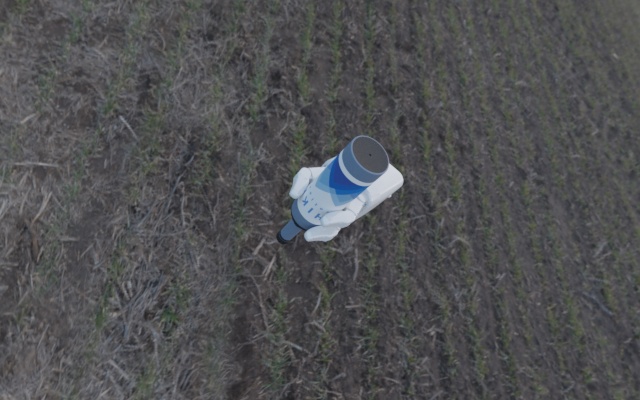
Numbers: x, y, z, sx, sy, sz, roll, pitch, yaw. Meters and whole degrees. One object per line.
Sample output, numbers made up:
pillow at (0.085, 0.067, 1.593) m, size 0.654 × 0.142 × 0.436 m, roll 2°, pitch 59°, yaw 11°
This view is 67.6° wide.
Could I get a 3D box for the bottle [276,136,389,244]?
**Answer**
bottle at (0.000, 0.002, 0.792) m, size 0.069 × 0.069 × 0.296 m, roll 0°, pitch -28°, yaw -33°
